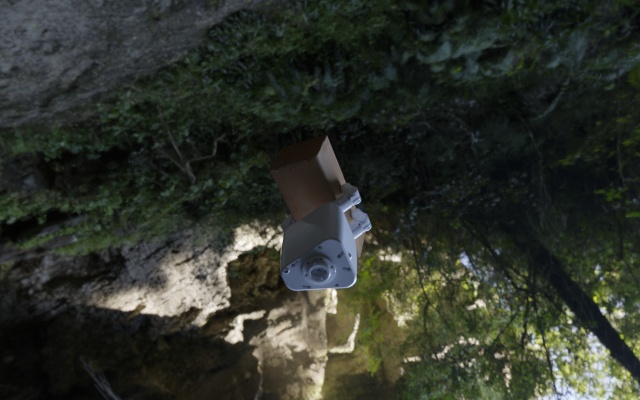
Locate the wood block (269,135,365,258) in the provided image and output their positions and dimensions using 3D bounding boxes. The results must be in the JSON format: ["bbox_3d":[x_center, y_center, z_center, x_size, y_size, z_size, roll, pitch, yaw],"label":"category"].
[{"bbox_3d":[0.000,0.003,0.845,0.091,0.206,0.090,-14,26,20],"label":"wood block"}]
